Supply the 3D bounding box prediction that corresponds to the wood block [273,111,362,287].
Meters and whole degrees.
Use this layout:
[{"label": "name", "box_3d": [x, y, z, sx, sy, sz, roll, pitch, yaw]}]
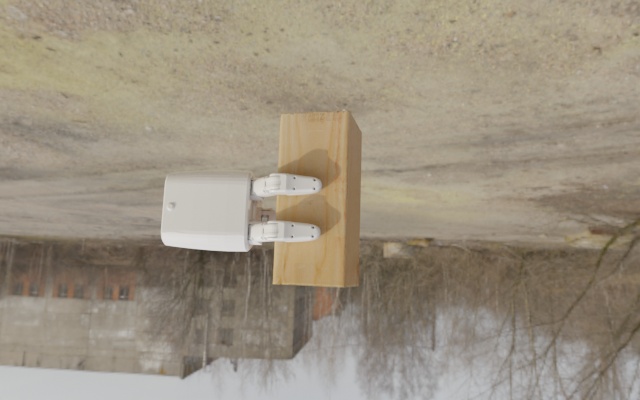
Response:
[{"label": "wood block", "box_3d": [0.000, 0.002, 0.599, 0.090, 0.206, 0.091, 0, -9, 14]}]
